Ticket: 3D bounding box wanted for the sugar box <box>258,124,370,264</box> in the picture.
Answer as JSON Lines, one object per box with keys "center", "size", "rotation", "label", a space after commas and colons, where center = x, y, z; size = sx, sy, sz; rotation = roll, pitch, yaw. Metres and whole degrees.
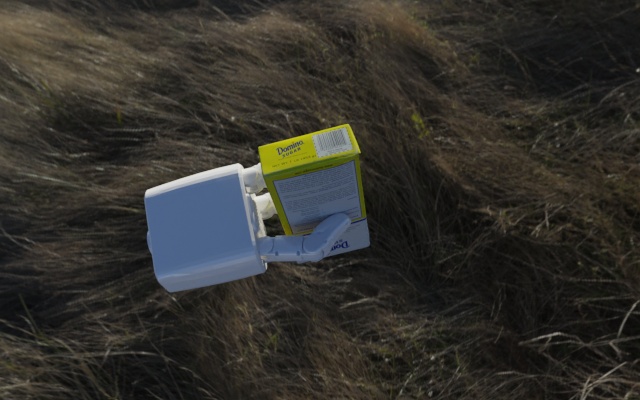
{"center": [0.000, 0.001, 0.514], "size": [0.093, 0.048, 0.176], "rotation": [-14, -33, -1], "label": "sugar box"}
